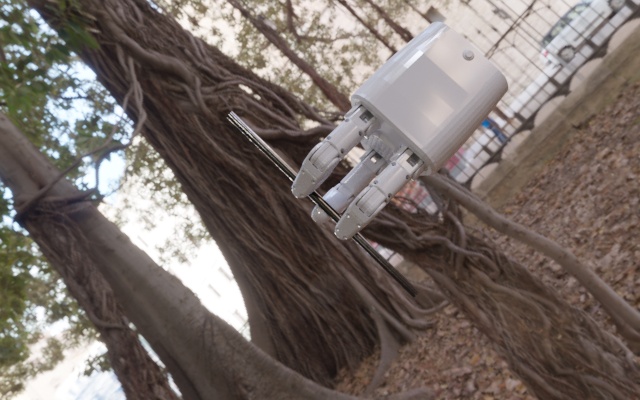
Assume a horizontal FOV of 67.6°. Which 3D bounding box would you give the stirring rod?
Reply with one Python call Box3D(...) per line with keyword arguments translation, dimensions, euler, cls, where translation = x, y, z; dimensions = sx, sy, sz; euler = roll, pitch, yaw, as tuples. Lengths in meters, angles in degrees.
Box3D(translation=(0.000, 0.001, 0.442), dimensions=(0.239, 0.011, 0.011), euler=(44, 6, 6), cls="stirring rod")
